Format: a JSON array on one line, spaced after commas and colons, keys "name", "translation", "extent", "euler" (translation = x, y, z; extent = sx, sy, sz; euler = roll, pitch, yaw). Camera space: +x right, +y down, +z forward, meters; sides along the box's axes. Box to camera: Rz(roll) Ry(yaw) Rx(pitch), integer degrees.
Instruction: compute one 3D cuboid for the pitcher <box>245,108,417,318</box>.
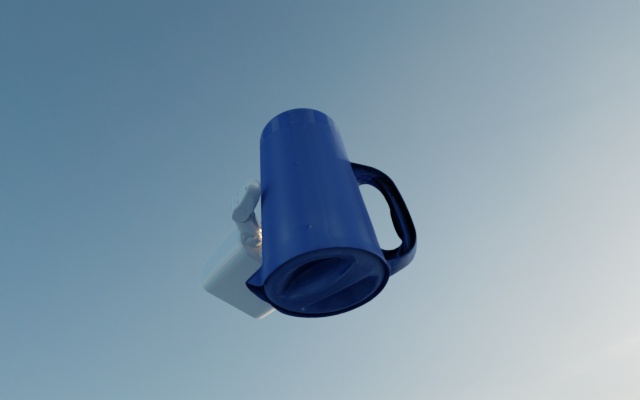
[{"name": "pitcher", "translation": [0.000, 0.002, 0.565], "extent": [0.149, 0.242, 0.145], "euler": [21, -50, -32]}]
